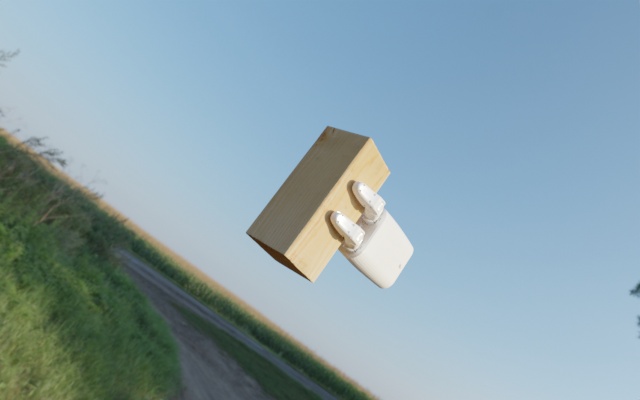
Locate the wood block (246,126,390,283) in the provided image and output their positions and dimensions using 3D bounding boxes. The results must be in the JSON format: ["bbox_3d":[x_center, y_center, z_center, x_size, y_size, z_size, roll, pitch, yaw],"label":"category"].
[{"bbox_3d":[0.000,0.002,0.706,0.091,0.206,0.090,23,-20,41],"label":"wood block"}]
